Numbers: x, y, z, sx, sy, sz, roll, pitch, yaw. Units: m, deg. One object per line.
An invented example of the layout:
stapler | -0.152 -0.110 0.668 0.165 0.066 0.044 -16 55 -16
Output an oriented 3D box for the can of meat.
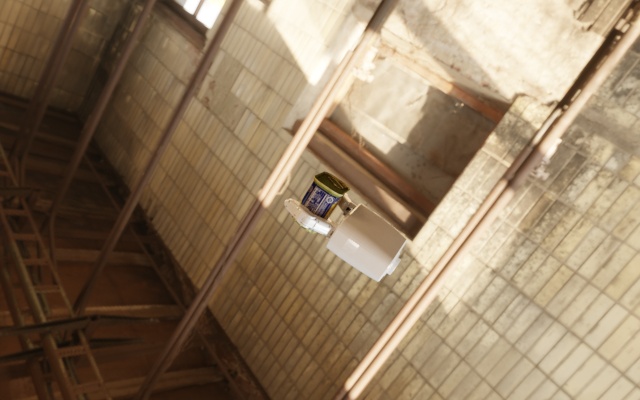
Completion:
can of meat | 0.000 0.003 0.829 0.057 0.084 0.102 35 16 6
